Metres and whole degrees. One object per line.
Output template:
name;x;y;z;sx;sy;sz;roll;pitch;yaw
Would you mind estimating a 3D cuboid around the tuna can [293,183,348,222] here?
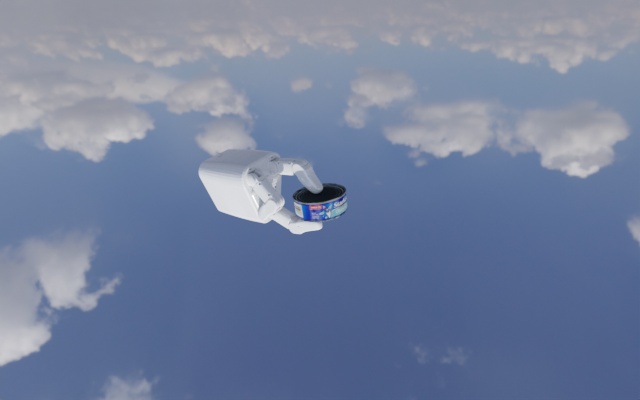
tuna can;0.000;0.003;0.762;0.086;0.034;0.086;-7;21;3
